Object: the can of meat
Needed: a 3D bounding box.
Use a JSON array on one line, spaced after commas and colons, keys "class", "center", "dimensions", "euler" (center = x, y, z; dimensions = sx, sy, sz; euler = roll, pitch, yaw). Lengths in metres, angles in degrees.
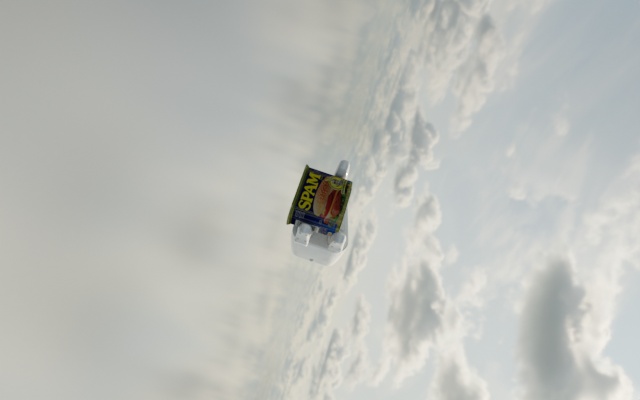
[{"class": "can of meat", "center": [0.000, 0.003, 0.773], "dimensions": [0.084, 0.102, 0.057], "euler": [18, -28, 0]}]
